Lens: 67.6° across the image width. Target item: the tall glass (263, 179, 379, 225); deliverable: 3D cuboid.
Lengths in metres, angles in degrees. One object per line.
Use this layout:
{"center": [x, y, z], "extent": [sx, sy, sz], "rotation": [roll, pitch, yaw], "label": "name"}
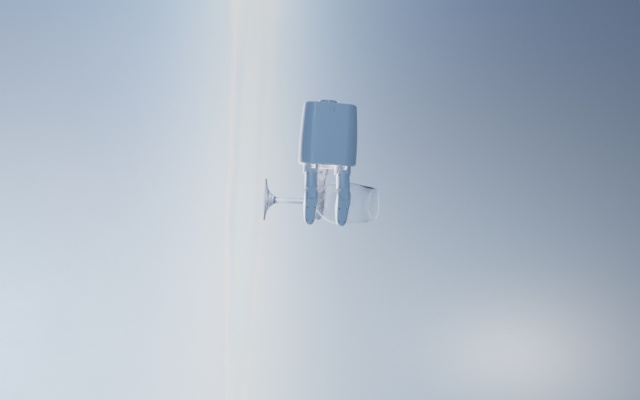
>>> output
{"center": [-0.001, 0.003, 0.851], "extent": [0.201, 0.079, 0.079], "rotation": [3, -1, -9], "label": "tall glass"}
